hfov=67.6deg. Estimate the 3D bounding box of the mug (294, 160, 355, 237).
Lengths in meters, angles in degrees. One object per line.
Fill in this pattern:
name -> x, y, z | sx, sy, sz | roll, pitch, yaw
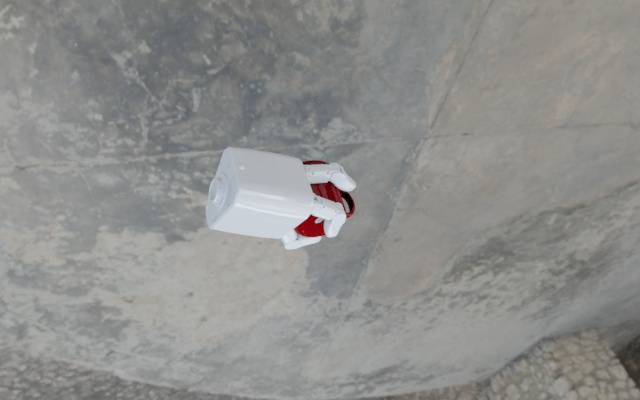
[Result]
mug -> 0.001, 0.003, 0.719 | 0.117, 0.081, 0.093 | 8, -45, -30
